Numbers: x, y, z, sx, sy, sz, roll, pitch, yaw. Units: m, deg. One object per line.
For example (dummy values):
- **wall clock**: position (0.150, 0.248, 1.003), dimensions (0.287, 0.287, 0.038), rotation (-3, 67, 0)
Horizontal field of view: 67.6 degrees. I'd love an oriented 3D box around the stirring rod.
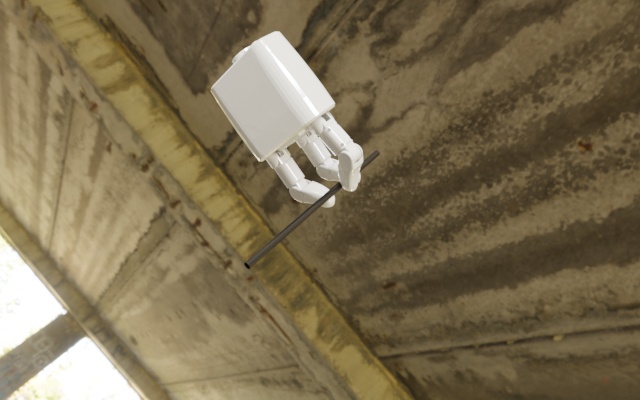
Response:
- **stirring rod**: position (0.000, 0.002, 0.547), dimensions (0.011, 0.011, 0.239), rotation (0, 32, 46)
